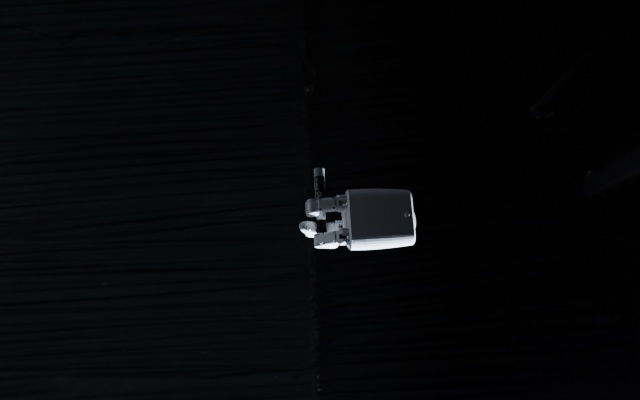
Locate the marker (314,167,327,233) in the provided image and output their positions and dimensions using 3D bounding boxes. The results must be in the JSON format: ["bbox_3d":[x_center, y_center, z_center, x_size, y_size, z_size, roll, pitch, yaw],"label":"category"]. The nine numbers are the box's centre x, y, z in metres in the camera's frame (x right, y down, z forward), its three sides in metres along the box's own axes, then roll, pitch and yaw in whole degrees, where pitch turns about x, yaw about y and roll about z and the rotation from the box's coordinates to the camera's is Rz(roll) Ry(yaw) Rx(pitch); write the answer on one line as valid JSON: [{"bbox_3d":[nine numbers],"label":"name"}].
[{"bbox_3d":[0.000,0.003,0.831,0.020,0.121,0.020,-2,-13,-1],"label":"marker"}]
